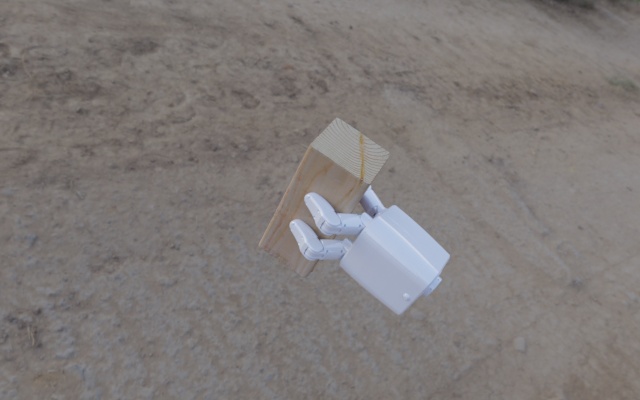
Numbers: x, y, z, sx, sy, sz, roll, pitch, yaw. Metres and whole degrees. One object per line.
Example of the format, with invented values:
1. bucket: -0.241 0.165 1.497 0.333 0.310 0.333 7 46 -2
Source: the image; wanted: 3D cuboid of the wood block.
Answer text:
1. wood block: 0.001 0.002 0.670 0.090 0.206 0.090 35 41 4
